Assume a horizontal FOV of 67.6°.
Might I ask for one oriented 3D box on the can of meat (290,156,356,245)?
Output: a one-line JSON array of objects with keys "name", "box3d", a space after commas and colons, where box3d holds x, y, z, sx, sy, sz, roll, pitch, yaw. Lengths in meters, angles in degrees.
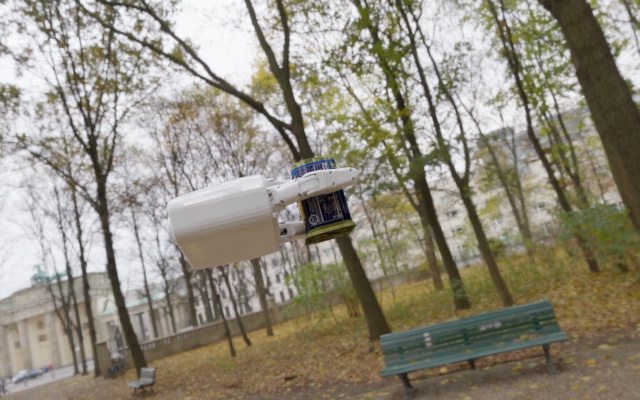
[{"name": "can of meat", "box3d": [0.000, 0.001, 0.561, 0.057, 0.084, 0.102, -15, -10, -5]}]
